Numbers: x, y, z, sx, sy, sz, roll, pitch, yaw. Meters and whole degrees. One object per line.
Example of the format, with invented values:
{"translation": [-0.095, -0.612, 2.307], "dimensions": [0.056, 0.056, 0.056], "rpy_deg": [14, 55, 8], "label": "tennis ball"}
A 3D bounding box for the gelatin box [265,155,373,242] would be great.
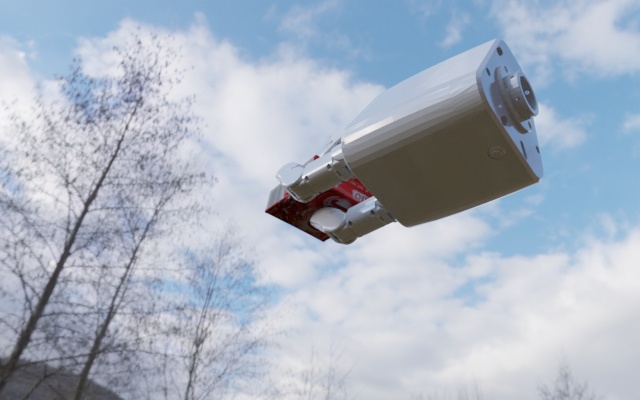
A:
{"translation": [0.000, 0.001, 0.456], "dimensions": [0.073, 0.030, 0.089], "rpy_deg": [28, -36, -23], "label": "gelatin box"}
